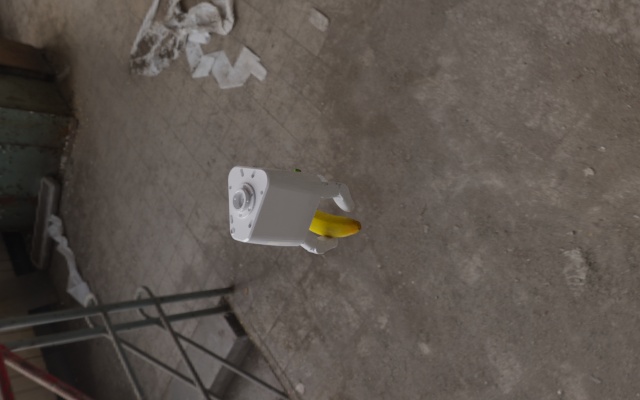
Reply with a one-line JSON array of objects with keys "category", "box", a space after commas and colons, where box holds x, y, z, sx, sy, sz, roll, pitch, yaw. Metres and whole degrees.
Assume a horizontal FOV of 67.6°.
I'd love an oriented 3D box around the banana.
[{"category": "banana", "box": [-0.011, 0.017, 0.816, 0.037, 0.070, 0.197, 13, 22, -46]}]
